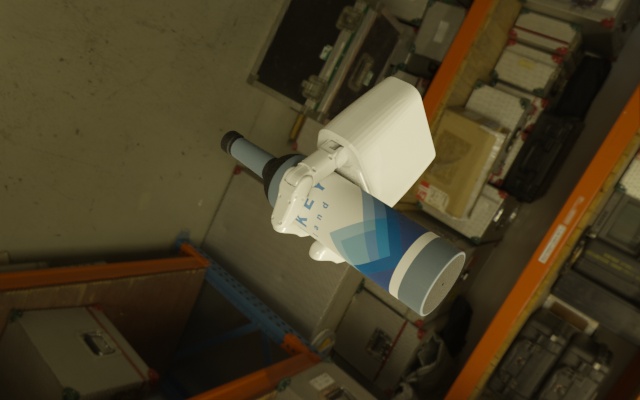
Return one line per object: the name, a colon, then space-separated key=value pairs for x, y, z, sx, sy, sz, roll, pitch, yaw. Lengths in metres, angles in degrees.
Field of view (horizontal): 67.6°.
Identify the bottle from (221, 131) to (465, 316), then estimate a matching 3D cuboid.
bottle: x=0.000 y=0.002 z=0.484 sx=0.295 sy=0.069 sz=0.069 roll=34 pitch=18 yaw=30
